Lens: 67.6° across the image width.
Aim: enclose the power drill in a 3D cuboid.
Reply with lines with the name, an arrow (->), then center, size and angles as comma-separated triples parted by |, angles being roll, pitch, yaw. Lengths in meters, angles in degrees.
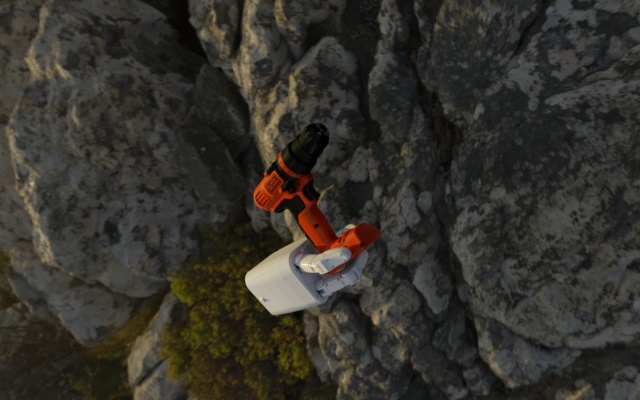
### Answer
power drill -> 0.000, 0.003, 0.700 | 0.057, 0.187, 0.184 | -32, -10, -46
